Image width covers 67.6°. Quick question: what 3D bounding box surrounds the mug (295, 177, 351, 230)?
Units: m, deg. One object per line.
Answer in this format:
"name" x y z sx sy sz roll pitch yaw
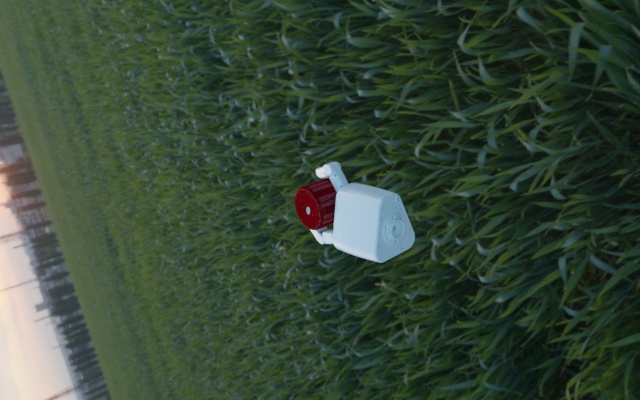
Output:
"mug" -0.001 0.003 0.874 0.081 0.093 0.117 -20 19 -33
